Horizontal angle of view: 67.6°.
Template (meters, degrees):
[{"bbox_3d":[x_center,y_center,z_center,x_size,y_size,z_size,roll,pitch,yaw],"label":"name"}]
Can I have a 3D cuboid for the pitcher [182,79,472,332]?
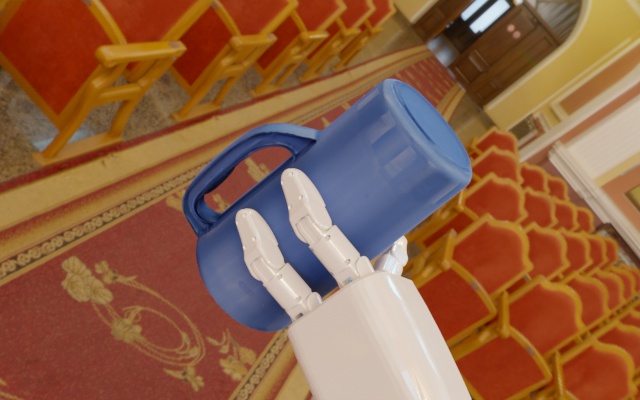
[{"bbox_3d":[0.000,0.002,0.430,0.243,0.145,0.149,-40,-28,28],"label":"pitcher"}]
